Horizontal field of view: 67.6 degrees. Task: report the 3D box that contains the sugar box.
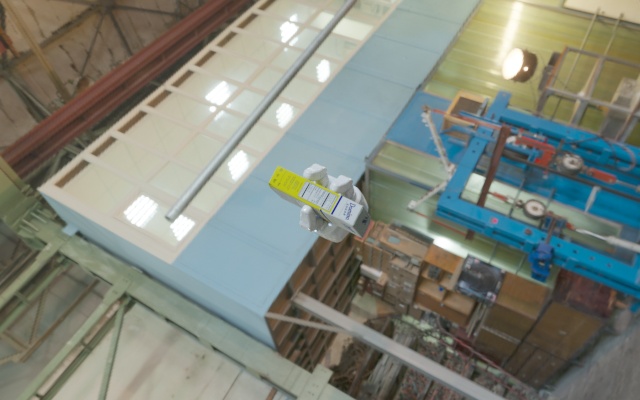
[{"bbox_3d":[0.000,0.002,0.847,0.176,0.048,0.093,24,-9,20],"label":"sugar box"}]
